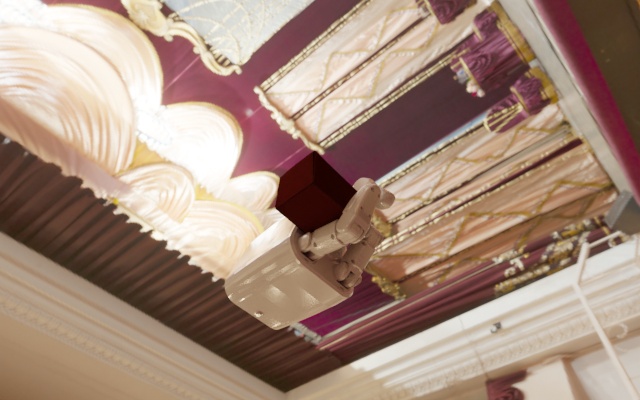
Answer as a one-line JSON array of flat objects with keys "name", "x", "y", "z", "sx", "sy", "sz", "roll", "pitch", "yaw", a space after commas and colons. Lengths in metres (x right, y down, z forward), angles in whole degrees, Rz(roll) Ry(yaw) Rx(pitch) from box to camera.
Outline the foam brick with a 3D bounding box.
[{"name": "foam brick", "x": 0.000, "y": 0.001, "z": 0.478, "sx": 0.051, "sy": 0.053, "sz": 0.078, "roll": -32, "pitch": -58, "yaw": 27}]
